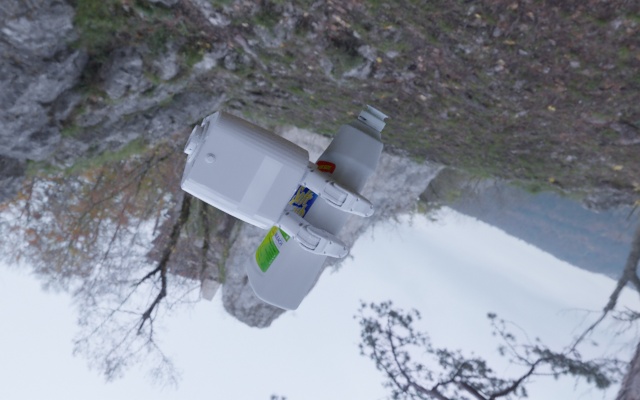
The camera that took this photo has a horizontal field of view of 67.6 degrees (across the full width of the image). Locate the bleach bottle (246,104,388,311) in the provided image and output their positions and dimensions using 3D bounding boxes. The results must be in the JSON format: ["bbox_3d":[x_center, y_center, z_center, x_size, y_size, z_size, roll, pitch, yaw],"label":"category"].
[{"bbox_3d":[0.000,0.002,0.570,0.068,0.251,0.102,26,11,-23],"label":"bleach bottle"}]
